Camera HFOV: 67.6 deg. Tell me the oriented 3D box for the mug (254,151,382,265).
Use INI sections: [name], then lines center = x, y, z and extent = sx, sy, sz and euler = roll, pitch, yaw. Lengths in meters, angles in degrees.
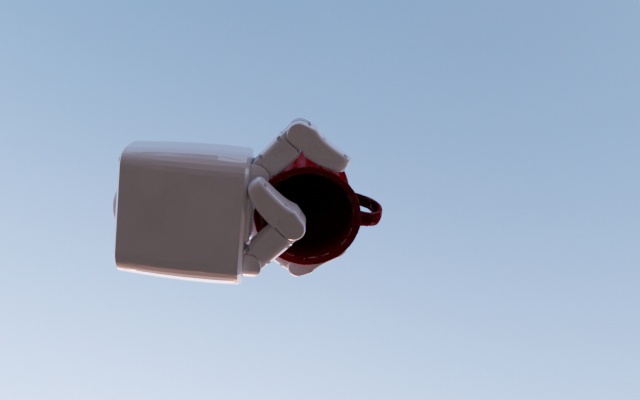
[mug]
center = 0.002, 0.001, 0.450
extent = 0.117, 0.093, 0.081
euler = 6, 22, -3
